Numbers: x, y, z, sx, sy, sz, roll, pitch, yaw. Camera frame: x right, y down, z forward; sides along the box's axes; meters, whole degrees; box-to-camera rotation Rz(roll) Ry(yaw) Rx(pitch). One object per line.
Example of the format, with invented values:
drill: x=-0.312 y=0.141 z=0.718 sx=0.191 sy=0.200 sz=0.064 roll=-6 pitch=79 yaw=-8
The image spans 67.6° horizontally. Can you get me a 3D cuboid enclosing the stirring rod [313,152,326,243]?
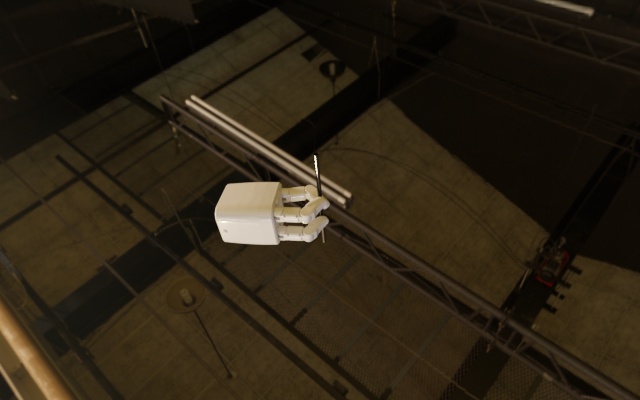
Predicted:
stirring rod: x=0.000 y=0.003 z=0.876 sx=0.011 sy=0.011 sz=0.240 roll=0 pitch=-41 yaw=5
